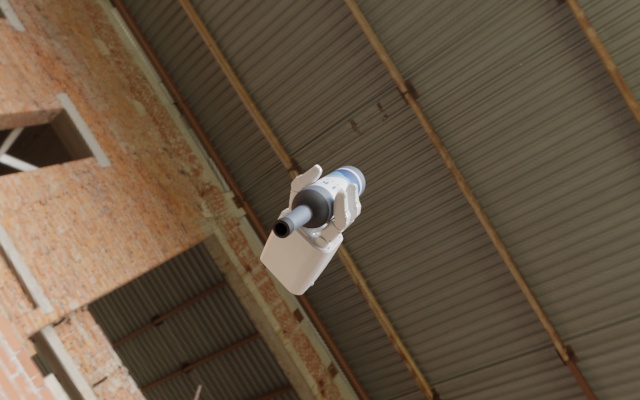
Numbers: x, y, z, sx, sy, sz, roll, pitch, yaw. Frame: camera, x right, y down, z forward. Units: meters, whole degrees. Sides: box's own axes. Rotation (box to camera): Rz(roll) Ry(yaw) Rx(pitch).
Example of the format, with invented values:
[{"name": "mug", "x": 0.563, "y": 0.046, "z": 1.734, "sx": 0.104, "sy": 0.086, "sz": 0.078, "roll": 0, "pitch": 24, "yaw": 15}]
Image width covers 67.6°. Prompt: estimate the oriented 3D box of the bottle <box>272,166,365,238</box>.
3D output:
[{"name": "bottle", "x": 0.000, "y": 0.002, "z": 0.793, "sx": 0.069, "sy": 0.069, "sz": 0.295, "roll": 0, "pitch": 15, "yaw": 23}]
